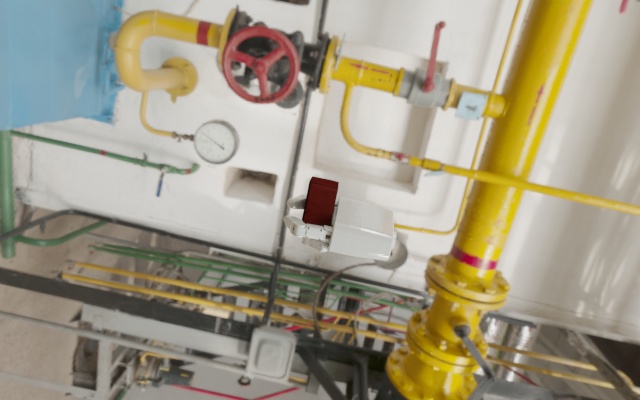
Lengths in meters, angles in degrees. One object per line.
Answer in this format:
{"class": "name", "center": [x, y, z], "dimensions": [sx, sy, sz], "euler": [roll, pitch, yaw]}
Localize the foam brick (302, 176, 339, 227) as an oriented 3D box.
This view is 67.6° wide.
{"class": "foam brick", "center": [0.000, 0.002, 0.843], "dimensions": [0.051, 0.078, 0.053], "euler": [12, 17, 1]}
